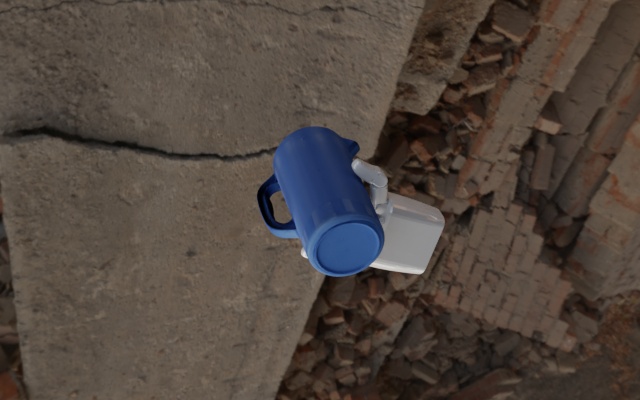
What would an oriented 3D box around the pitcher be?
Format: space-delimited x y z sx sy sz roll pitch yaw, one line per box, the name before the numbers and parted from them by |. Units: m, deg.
pitcher | 0.000 0.002 0.722 0.145 0.149 0.242 14 29 -23
